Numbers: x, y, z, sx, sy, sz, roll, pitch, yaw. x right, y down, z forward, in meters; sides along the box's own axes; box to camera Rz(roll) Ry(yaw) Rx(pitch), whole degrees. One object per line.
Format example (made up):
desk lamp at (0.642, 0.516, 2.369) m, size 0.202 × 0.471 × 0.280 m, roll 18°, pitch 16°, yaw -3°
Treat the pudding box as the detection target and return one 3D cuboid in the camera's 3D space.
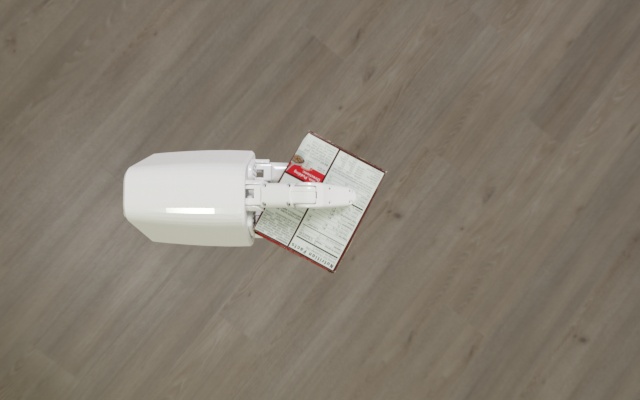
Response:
pudding box at (0.000, 0.001, 0.465) m, size 0.090 × 0.113 × 0.039 m, roll 28°, pitch -2°, yaw 1°
